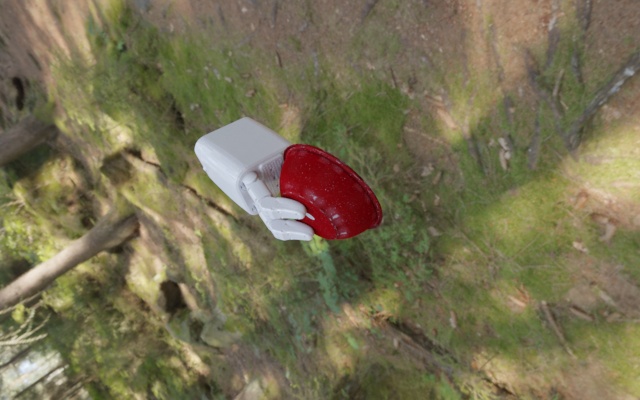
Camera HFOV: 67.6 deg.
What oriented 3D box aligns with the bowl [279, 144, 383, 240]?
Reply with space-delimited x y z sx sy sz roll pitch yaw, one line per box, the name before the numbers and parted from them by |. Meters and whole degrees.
bowl | 0.001 0.003 0.630 0.162 0.055 0.162 32 -24 16
